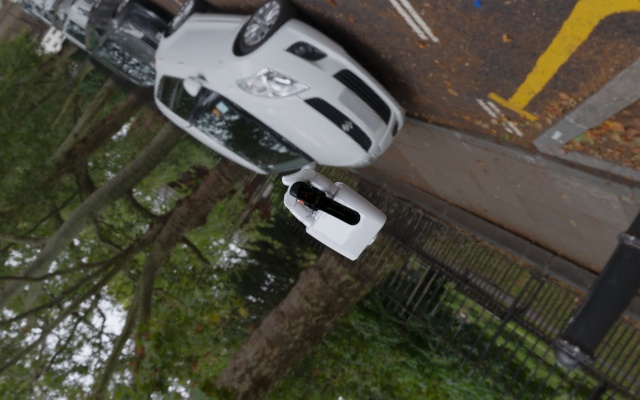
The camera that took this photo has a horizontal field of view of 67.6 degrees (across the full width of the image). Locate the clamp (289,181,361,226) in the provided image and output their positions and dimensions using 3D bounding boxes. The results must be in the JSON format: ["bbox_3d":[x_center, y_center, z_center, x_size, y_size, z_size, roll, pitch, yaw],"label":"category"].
[{"bbox_3d":[0.000,0.003,0.795,0.120,0.039,0.171,34,0,-8],"label":"clamp"}]
